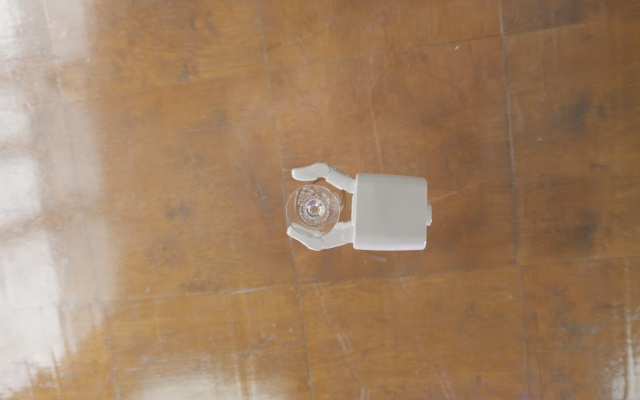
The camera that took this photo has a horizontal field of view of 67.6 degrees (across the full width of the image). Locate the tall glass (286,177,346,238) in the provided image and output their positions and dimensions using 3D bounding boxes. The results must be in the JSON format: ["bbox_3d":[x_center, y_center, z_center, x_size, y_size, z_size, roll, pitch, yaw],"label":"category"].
[{"bbox_3d":[0.000,0.002,0.754,0.079,0.079,0.201,0,7,6],"label":"tall glass"}]
